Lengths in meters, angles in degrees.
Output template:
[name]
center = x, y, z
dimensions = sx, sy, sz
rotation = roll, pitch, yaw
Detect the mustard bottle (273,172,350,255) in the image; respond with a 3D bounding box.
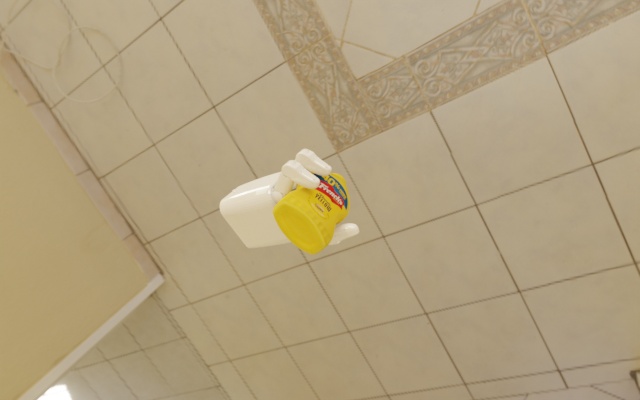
[mustard bottle]
center = 0.000, 0.003, 0.773
dimensions = 0.058, 0.096, 0.191
rotation = -41, 5, 32
